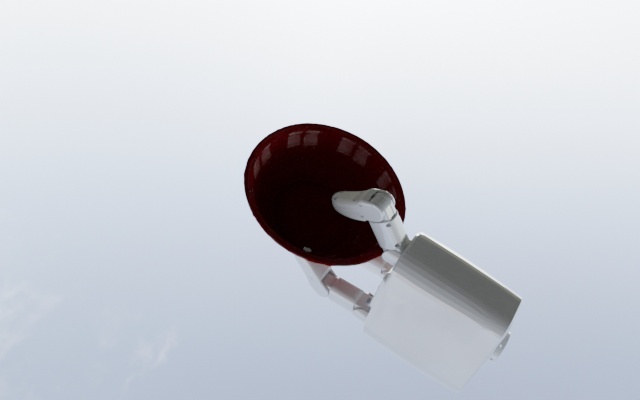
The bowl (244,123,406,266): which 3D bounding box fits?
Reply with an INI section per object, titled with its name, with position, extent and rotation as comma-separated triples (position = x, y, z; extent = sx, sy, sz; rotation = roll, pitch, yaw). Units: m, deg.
[bowl]
position = -0.001, 0.001, 0.476
extent = 0.162, 0.162, 0.055
rotation = 0, -31, -20
